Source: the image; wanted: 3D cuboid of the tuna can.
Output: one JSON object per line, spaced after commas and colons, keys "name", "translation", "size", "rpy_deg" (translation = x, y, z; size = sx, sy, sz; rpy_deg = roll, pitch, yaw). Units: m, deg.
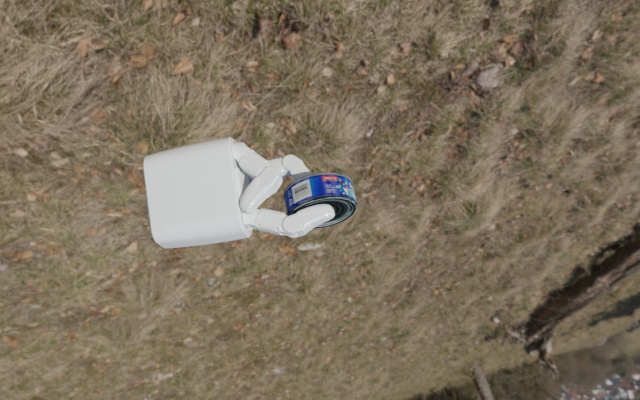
{"name": "tuna can", "translation": [0.000, 0.002, 0.574], "size": [0.086, 0.033, 0.086], "rpy_deg": [-9, -26, -4]}
